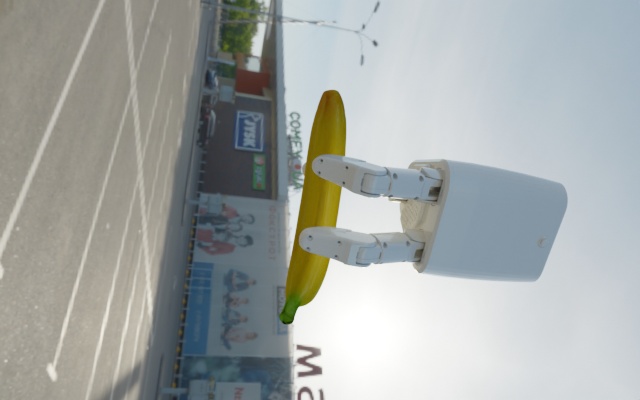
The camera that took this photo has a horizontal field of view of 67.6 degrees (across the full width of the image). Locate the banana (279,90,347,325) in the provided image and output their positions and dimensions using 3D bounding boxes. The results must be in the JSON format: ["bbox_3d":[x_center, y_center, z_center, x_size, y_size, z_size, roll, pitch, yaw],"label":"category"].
[{"bbox_3d":[-0.001,0.006,0.421,0.037,0.198,0.069,9,-4,-1],"label":"banana"}]
